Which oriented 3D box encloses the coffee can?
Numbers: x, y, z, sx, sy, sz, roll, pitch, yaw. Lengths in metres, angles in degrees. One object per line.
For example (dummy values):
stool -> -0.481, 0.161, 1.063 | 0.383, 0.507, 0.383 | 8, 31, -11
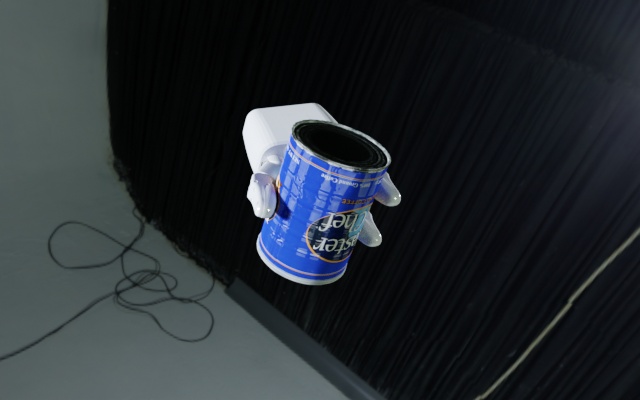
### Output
coffee can -> 0.000, 0.002, 0.497 | 0.103, 0.140, 0.102 | 15, 29, -9
